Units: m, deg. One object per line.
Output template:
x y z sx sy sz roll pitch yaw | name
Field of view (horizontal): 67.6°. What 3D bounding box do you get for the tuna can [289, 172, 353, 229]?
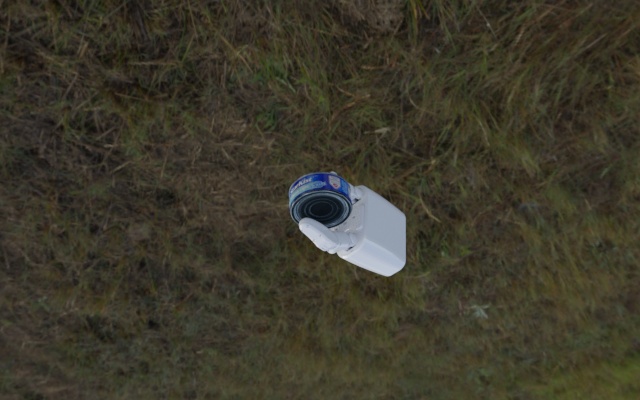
0.000 0.003 0.646 0.086 0.033 0.086 -2 -40 -2 | tuna can
